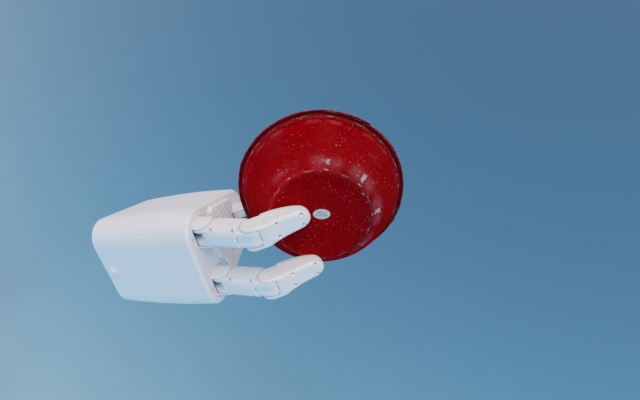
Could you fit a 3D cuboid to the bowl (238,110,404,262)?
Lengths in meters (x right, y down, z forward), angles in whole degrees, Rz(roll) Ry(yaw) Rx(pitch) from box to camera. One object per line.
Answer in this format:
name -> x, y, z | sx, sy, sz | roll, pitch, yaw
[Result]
bowl -> 0.001, 0.001, 0.443 | 0.162, 0.162, 0.055 | 0, 29, 0
